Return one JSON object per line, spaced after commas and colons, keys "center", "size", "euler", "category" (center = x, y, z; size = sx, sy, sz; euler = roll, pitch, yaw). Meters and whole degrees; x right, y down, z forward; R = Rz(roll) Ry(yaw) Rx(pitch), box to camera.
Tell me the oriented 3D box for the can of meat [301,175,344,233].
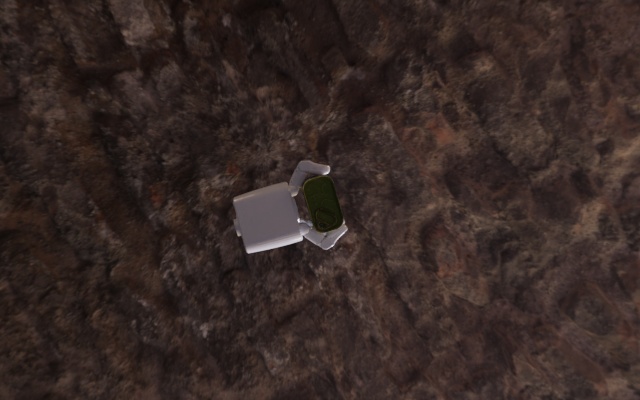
{"center": [0.000, 0.003, 0.888], "size": [0.057, 0.102, 0.084], "euler": [-17, 7, -5], "category": "can of meat"}
